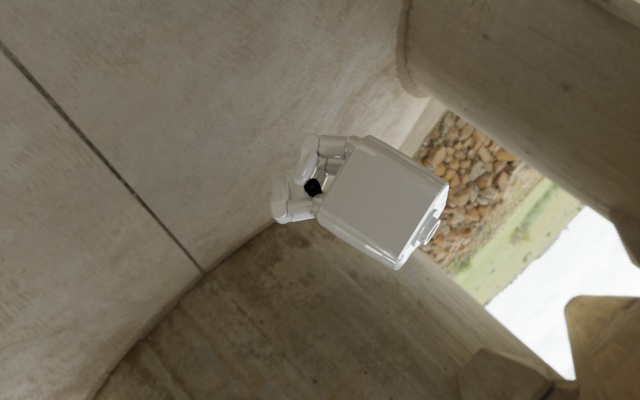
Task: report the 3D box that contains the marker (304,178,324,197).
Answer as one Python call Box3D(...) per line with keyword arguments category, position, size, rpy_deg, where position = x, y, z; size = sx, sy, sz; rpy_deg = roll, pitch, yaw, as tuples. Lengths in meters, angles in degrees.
Box3D(category="marker", position=(0.000, 0.002, 0.585), size=(0.020, 0.020, 0.121), rpy_deg=(0, -20, 11))
